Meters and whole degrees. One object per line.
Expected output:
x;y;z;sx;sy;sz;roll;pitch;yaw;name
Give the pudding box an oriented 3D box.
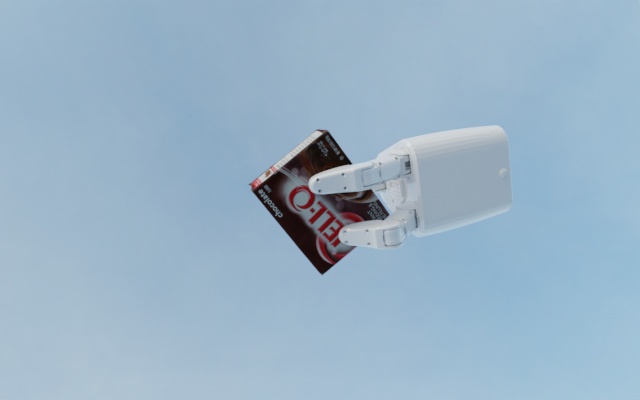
0.000;0.001;0.462;0.090;0.113;0.039;-40;17;-5;pudding box
